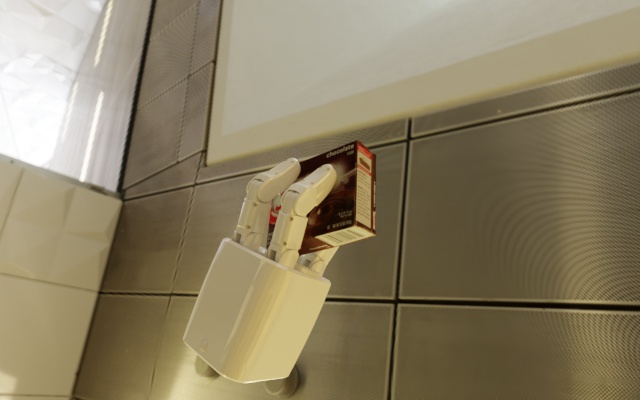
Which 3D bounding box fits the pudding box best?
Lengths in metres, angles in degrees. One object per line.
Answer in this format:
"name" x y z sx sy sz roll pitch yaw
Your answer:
"pudding box" 0.000 0.002 0.470 0.113 0.090 0.039 -16 -32 34
